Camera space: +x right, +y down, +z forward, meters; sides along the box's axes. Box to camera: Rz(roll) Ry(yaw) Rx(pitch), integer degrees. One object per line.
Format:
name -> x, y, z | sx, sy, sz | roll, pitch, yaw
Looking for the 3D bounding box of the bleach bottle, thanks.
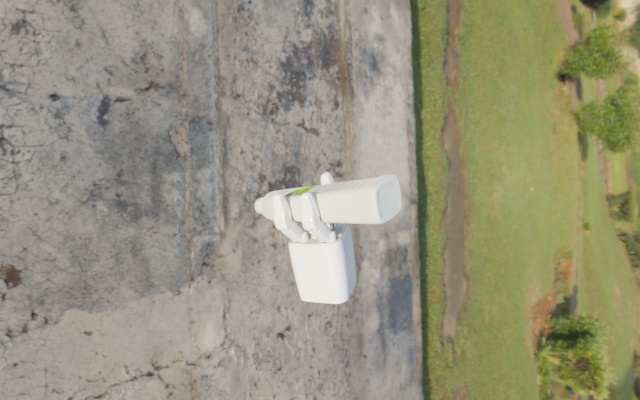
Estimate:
bleach bottle -> 0.000, 0.003, 0.797 | 0.251, 0.068, 0.102 | -3, 13, 33
